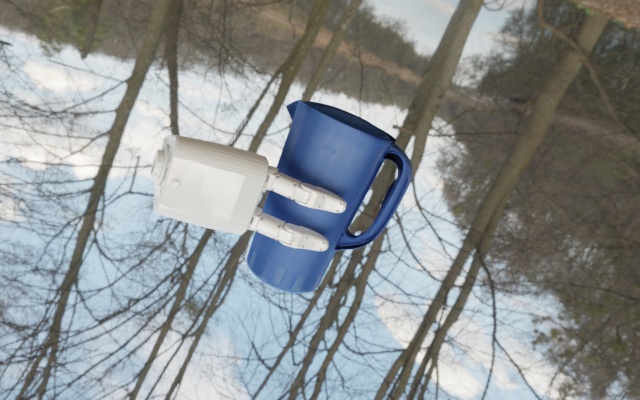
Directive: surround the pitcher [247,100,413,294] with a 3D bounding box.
[{"bbox_3d":[0.000,0.002,0.630,0.145,0.243,0.149,14,19,-28],"label":"pitcher"}]
